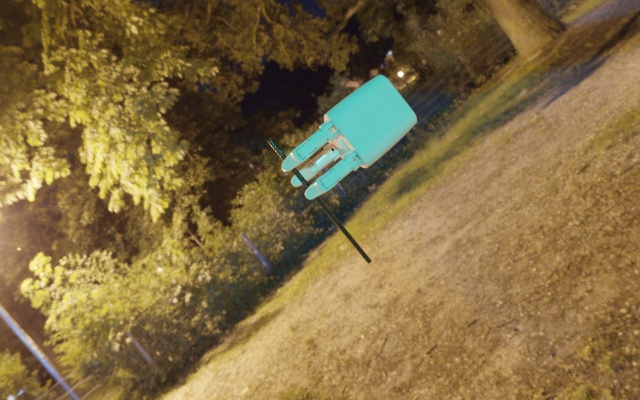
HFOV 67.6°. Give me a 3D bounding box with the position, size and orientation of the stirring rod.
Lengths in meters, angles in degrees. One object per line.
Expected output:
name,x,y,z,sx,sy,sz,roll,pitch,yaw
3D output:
stirring rod,0.000,0.002,0.726,0.011,0.239,0.011,-39,5,4
